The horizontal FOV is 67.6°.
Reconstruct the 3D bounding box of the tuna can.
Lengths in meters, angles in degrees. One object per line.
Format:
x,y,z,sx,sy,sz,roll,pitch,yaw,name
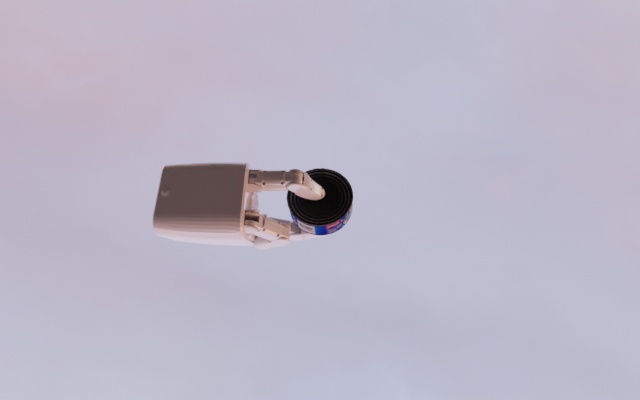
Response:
0.000,0.002,0.627,0.086,0.086,0.034,0,-30,4,tuna can
